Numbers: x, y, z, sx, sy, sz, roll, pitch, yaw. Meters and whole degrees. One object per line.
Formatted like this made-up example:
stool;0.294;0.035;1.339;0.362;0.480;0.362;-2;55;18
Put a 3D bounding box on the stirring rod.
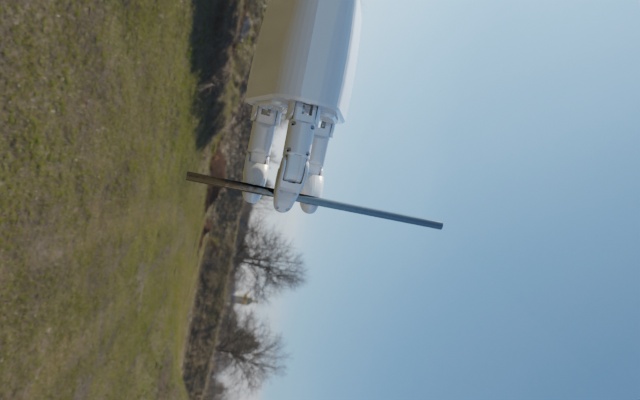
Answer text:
stirring rod;0.000;0.001;0.436;0.239;0.011;0.011;11;-2;-11
